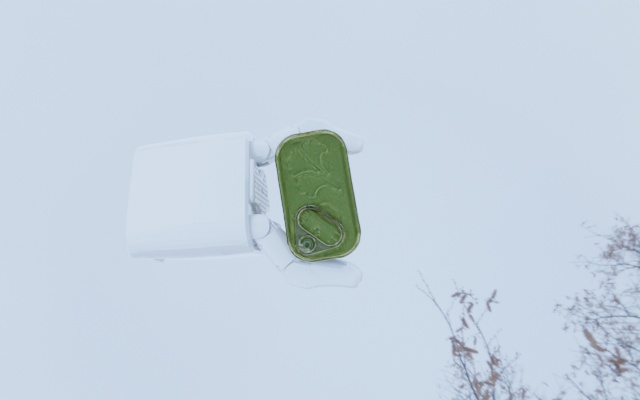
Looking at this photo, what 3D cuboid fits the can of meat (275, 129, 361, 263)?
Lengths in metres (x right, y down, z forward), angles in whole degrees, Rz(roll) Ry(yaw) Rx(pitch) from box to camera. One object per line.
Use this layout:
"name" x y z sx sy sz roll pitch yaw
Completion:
"can of meat" 0.000 0.001 0.408 0.057 0.102 0.084 -10 -9 2
